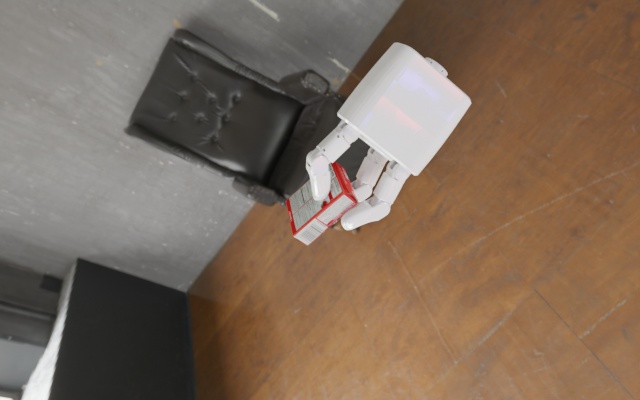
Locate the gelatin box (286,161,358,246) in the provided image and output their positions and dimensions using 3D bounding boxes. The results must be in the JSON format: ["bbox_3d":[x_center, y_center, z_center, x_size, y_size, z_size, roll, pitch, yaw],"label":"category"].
[{"bbox_3d":[0.000,0.002,0.599,0.030,0.089,0.073,37,21,-33],"label":"gelatin box"}]
